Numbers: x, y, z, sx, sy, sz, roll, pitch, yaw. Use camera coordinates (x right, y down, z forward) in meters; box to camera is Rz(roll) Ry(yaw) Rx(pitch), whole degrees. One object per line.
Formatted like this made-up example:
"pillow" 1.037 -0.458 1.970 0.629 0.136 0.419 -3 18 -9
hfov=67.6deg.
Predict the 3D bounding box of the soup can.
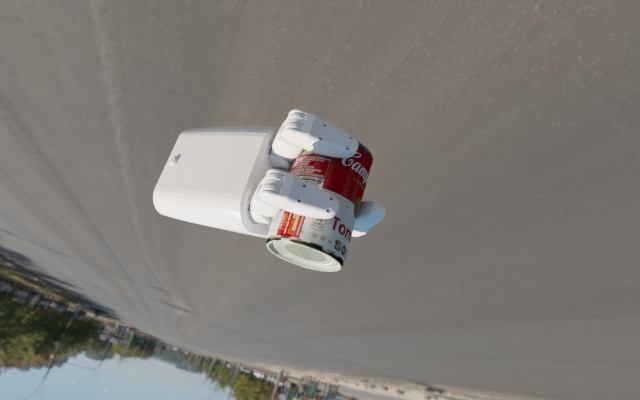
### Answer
"soup can" 0.000 0.002 0.408 0.068 0.102 0.068 15 -22 6
